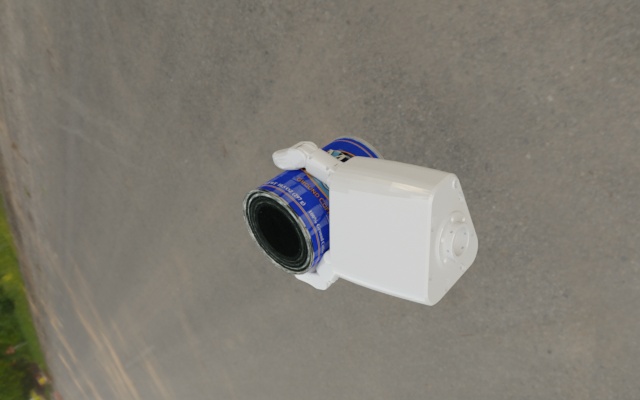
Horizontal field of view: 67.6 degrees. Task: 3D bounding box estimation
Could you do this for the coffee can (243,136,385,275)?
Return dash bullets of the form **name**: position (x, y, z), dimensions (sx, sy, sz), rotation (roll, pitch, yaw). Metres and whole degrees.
- **coffee can**: position (0.000, 0.002, 0.532), dimensions (0.140, 0.103, 0.103), rotation (-35, 22, -36)
